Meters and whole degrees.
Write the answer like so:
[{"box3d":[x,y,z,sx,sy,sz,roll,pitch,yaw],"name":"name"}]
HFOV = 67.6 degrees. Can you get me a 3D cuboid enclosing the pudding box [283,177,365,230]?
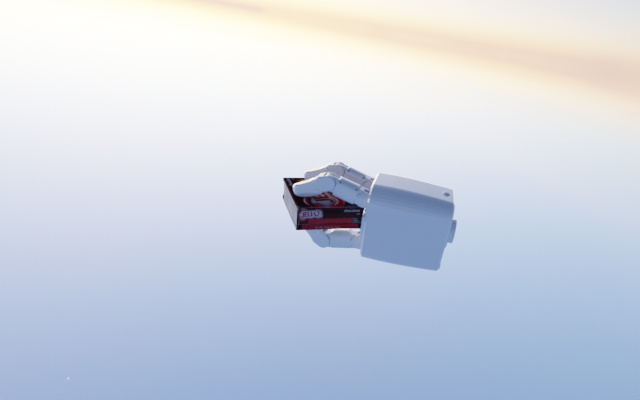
[{"box3d":[0.000,0.002,0.658,0.090,0.039,0.113,0,20,-15],"name":"pudding box"}]
